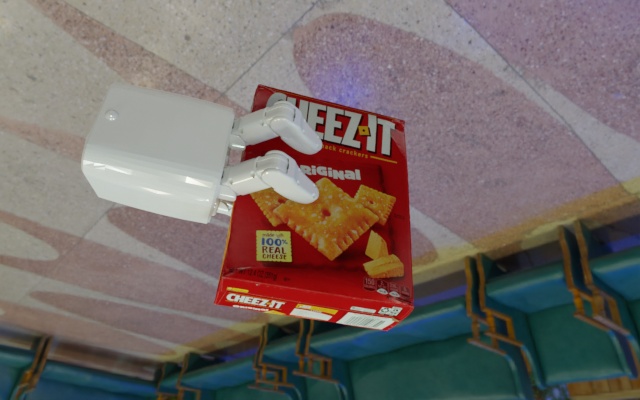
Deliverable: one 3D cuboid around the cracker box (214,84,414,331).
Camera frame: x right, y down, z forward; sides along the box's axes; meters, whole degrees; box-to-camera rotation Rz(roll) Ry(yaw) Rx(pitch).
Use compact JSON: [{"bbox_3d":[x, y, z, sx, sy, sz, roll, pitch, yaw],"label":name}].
[{"bbox_3d":[0.000,0.002,0.456,0.164,0.213,0.072,12,-33,-12],"label":"cracker box"}]
